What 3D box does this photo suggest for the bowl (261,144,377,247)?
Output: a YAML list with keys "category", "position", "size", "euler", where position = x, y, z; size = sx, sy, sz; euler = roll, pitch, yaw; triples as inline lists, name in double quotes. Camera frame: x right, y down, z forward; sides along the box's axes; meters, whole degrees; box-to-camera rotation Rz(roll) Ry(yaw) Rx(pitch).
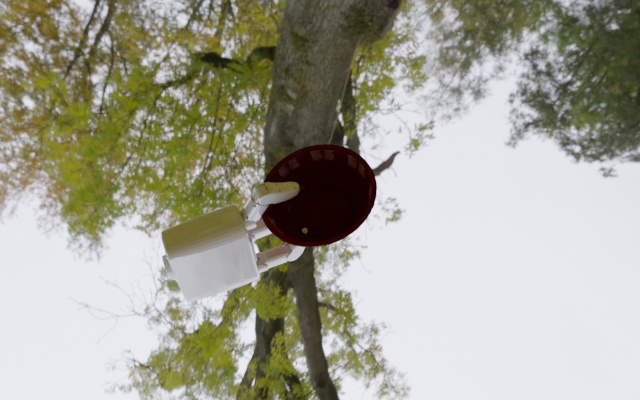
- category: "bowl"
  position: [0.001, 0.002, 0.658]
  size: [0.162, 0.162, 0.055]
  euler: [0, -31, 15]
